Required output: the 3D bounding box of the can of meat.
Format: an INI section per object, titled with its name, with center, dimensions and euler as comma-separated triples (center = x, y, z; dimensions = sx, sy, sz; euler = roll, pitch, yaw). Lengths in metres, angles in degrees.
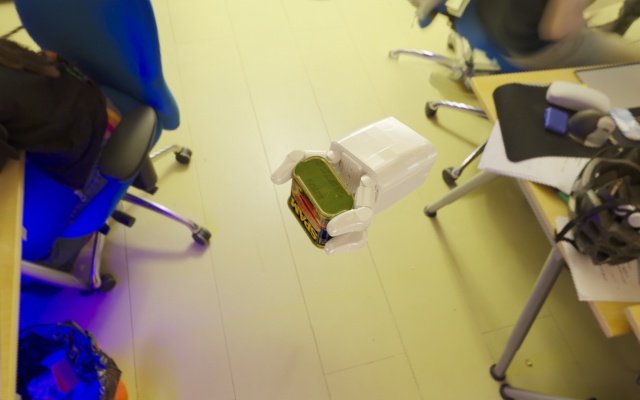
[can of meat]
center = 0.000, 0.002, 0.644
dimensions = 0.057, 0.102, 0.084
euler = -25, -25, -21
